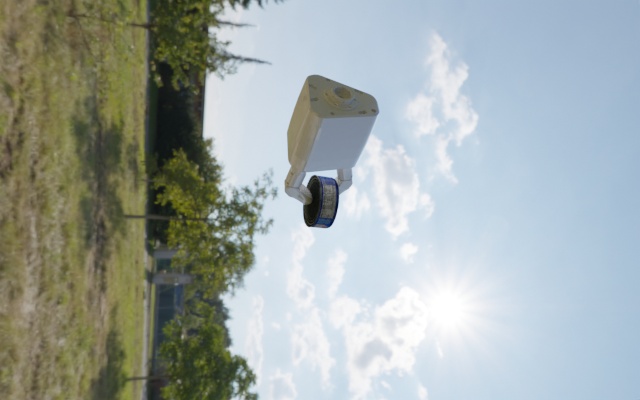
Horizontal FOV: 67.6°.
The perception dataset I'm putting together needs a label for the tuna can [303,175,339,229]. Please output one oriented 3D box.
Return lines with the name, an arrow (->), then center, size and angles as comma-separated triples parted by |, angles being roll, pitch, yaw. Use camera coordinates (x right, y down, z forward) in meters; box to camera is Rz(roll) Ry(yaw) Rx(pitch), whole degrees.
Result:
tuna can -> 0.001, 0.003, 0.774 | 0.034, 0.086, 0.086 | 7, -2, -19
